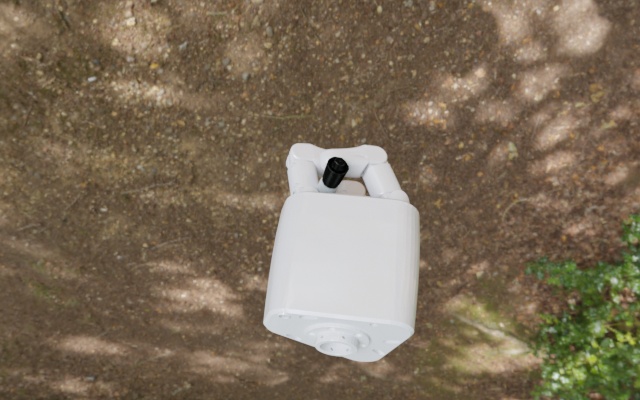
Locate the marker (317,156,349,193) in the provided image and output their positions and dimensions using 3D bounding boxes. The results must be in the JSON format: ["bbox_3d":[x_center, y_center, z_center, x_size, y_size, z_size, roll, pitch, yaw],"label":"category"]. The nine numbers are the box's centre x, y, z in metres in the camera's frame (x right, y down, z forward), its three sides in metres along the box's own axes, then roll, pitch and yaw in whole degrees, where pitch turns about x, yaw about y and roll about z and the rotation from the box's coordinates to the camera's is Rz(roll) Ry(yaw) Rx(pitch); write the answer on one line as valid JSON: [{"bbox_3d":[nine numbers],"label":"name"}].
[{"bbox_3d":[0.000,0.001,0.433,0.020,0.020,0.121,0,-33,-18],"label":"marker"}]
